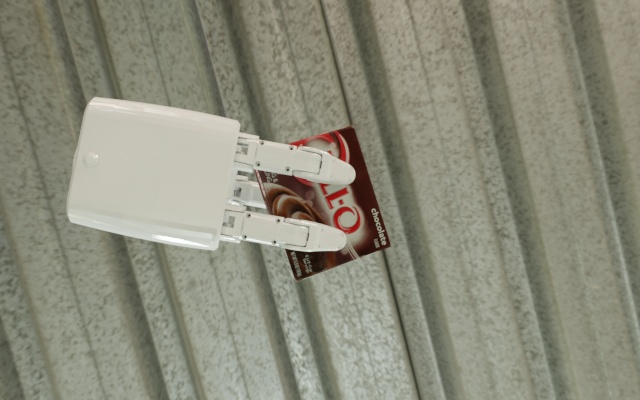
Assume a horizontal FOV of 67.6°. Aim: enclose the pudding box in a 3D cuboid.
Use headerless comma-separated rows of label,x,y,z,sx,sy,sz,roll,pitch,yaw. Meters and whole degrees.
pudding box,0.000,0.001,0.412,0.090,0.113,0.039,-18,4,-14
